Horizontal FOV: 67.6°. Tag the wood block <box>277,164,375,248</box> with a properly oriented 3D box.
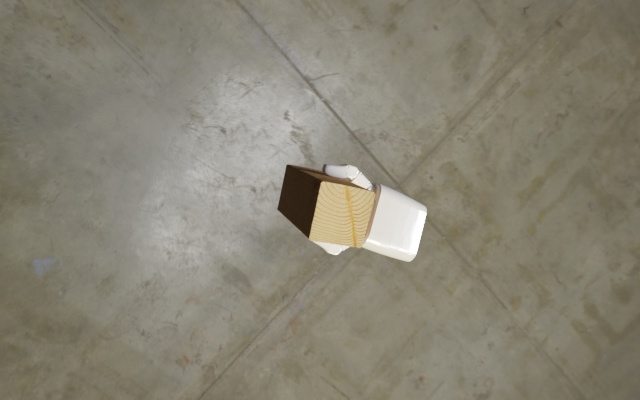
[{"bbox_3d":[0.001,0.002,0.797,0.090,0.091,0.206,11,7,-20],"label":"wood block"}]
